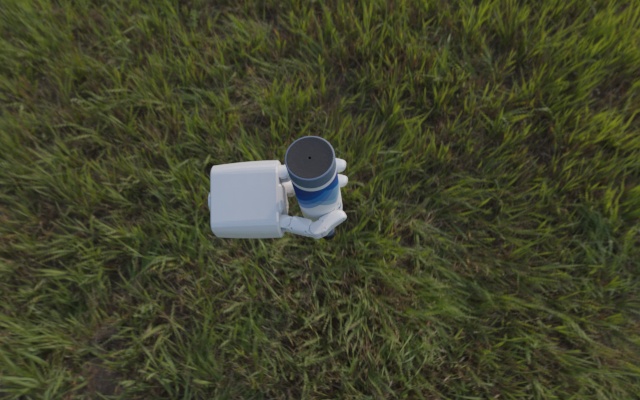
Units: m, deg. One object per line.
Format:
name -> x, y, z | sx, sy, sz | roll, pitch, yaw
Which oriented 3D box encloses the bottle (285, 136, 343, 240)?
bottle -> 0.000, 0.002, 0.756 | 0.069, 0.069, 0.296 | 0, -23, 6
